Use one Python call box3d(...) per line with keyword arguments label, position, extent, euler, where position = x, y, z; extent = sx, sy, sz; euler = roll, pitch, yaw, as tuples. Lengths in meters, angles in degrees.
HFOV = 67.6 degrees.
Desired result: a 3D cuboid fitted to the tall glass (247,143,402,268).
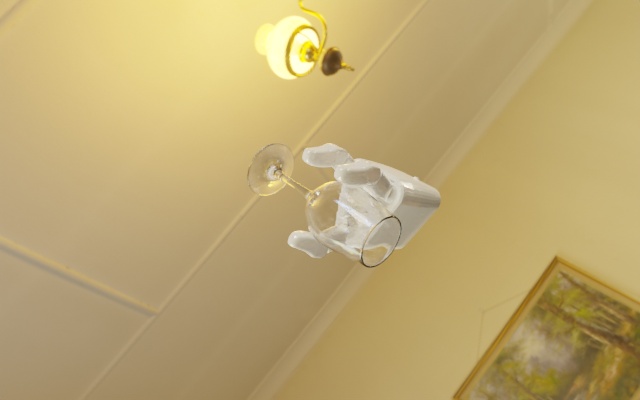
box3d(label="tall glass", position=(0.000, 0.002, 0.563), extent=(0.079, 0.079, 0.201), euler=(0, 25, -45))
